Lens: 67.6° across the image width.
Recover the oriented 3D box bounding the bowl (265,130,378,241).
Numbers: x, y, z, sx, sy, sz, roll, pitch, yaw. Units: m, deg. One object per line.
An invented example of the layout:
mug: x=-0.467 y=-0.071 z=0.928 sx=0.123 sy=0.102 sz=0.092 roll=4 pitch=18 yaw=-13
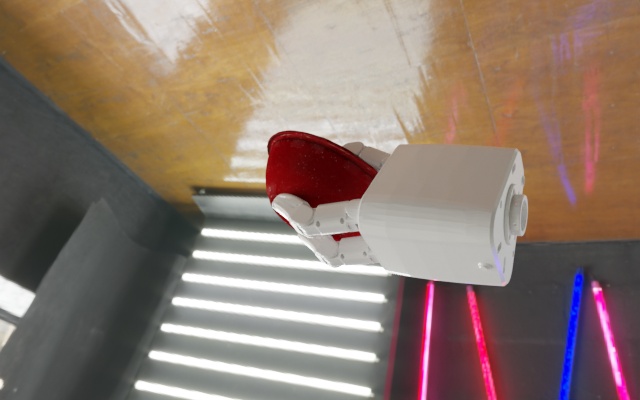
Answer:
bowl: x=-0.001 y=0.002 z=0.497 sx=0.162 sy=0.055 sz=0.162 roll=28 pitch=-22 yaw=12
